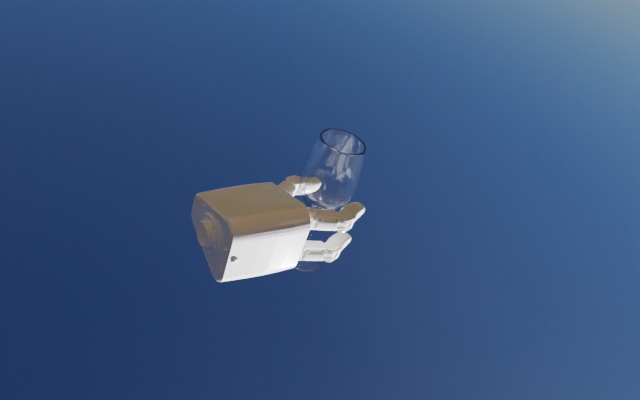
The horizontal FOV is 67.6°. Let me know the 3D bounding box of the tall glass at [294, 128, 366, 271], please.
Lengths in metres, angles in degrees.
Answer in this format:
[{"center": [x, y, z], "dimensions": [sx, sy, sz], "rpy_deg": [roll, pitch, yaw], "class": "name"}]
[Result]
[{"center": [0.000, 0.003, 0.660], "dimensions": [0.079, 0.201, 0.079], "rpy_deg": [14, 34, -10], "class": "tall glass"}]
